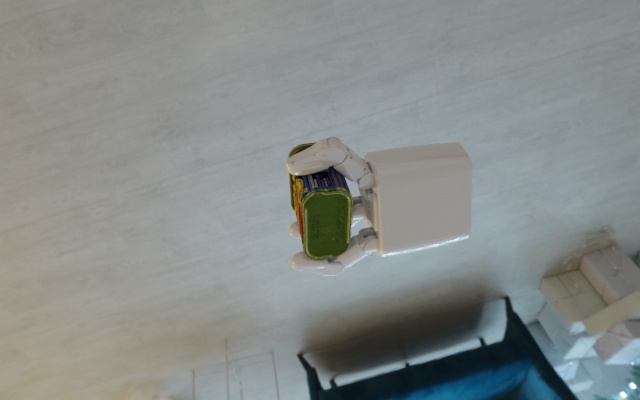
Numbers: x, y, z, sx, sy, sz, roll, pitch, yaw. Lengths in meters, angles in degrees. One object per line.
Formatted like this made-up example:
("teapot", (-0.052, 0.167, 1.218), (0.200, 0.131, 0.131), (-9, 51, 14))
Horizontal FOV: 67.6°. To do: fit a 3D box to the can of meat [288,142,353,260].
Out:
("can of meat", (0.000, 0.002, 0.521), (0.057, 0.102, 0.084), (-8, 41, -8))
